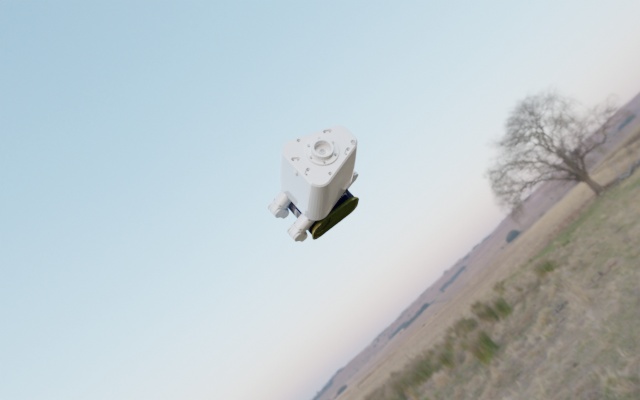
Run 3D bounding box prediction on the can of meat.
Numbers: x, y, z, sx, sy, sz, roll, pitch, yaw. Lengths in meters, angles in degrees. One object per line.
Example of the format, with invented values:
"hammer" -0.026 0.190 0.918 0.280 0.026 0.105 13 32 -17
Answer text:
"can of meat" 0.000 0.002 0.817 0.102 0.084 0.057 -37 -19 -17
